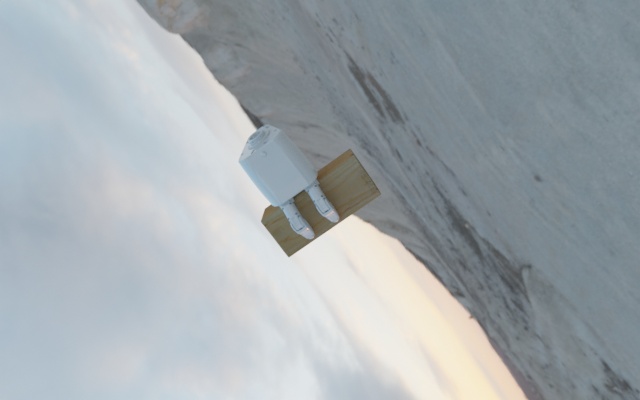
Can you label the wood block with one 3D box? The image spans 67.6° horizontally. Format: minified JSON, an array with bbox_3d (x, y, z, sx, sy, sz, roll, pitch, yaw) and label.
[{"bbox_3d":[0.000,0.003,0.898,0.206,0.090,0.090,-35,13,8],"label":"wood block"}]
